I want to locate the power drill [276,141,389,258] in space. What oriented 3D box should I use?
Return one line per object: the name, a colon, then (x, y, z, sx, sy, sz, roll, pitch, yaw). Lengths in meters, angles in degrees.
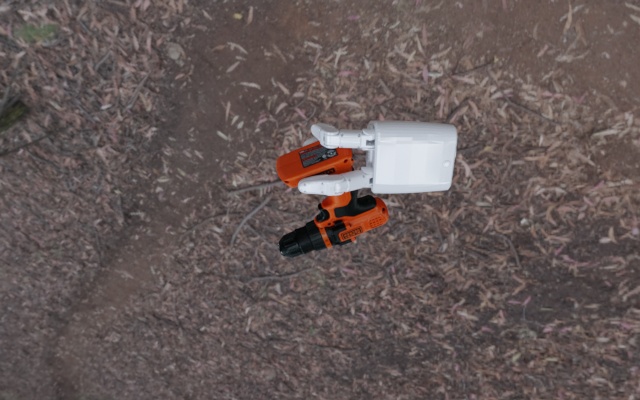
power drill: (0.000, 0.002, 0.711, 0.184, 0.057, 0.188, -23, -42, 1)
